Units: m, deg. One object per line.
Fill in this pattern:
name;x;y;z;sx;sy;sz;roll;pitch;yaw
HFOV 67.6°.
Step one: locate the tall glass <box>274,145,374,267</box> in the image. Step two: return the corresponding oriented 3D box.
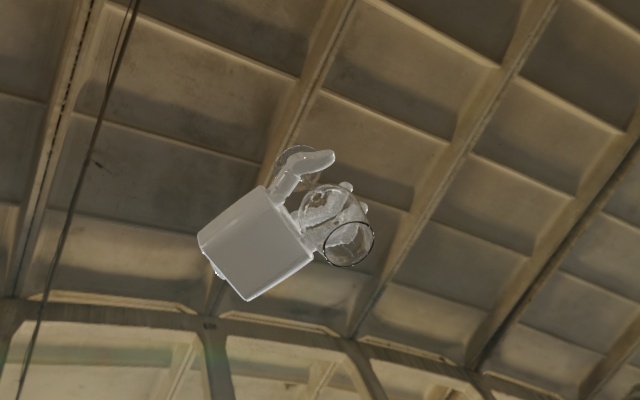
tall glass;0.000;0.002;0.610;0.079;0.079;0.201;0;28;-22
